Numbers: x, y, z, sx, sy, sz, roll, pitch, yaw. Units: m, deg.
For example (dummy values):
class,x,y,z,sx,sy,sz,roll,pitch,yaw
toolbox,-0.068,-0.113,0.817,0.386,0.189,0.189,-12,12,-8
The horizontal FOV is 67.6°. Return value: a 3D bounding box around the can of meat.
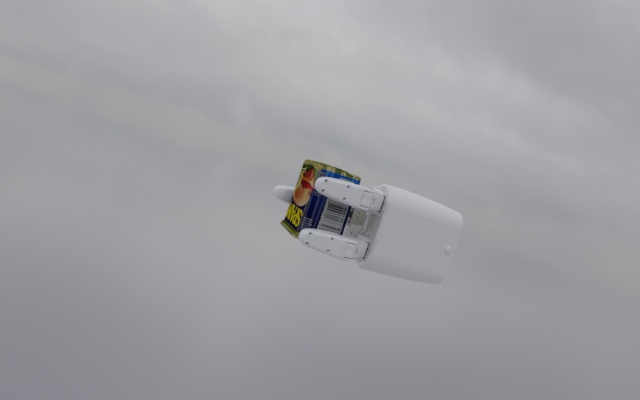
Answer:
class,x,y,z,sx,sy,sz,roll,pitch,yaw
can of meat,0.000,0.001,0.541,0.057,0.084,0.102,18,3,-17
